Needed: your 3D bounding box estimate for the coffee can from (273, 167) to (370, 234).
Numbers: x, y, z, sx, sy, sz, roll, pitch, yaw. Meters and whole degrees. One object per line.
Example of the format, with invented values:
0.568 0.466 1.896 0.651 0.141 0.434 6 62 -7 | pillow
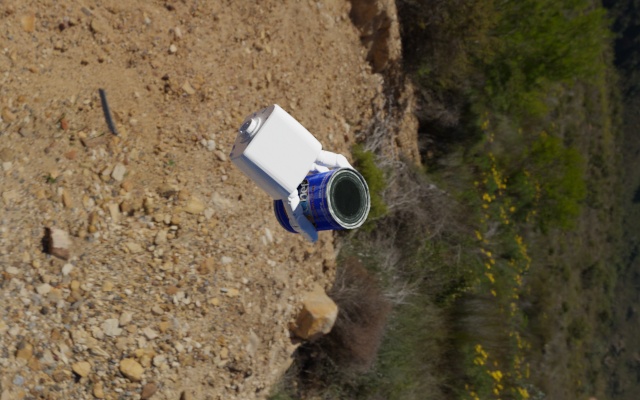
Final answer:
0.000 0.003 0.831 0.103 0.103 0.140 0 -6 -43 | coffee can
